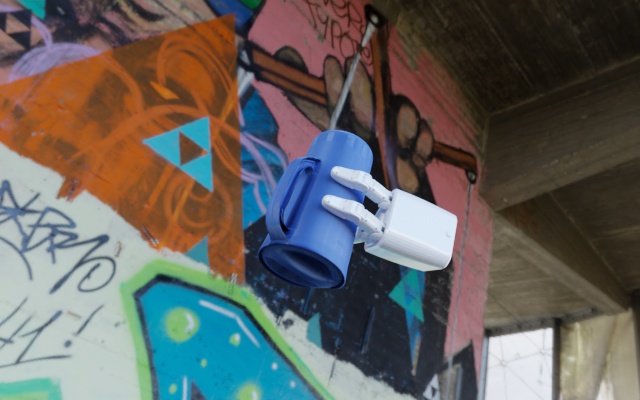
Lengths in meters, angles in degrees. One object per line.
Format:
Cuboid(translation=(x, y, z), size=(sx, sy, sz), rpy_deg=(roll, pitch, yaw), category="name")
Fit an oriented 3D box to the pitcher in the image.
Cuboid(translation=(0.000, 0.003, 0.743), size=(0.145, 0.242, 0.149), rpy_deg=(23, -32, -5), category="pitcher")
